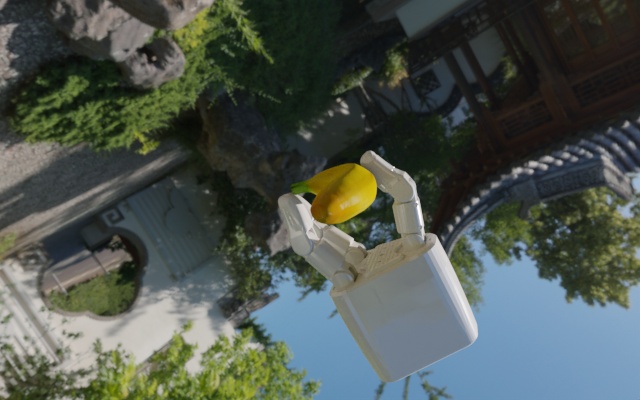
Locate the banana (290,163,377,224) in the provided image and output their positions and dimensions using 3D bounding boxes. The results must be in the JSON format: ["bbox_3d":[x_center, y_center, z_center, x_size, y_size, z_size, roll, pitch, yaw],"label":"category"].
[{"bbox_3d":[0.016,-0.007,0.419,0.069,0.037,0.198,-26,7,-5],"label":"banana"}]
